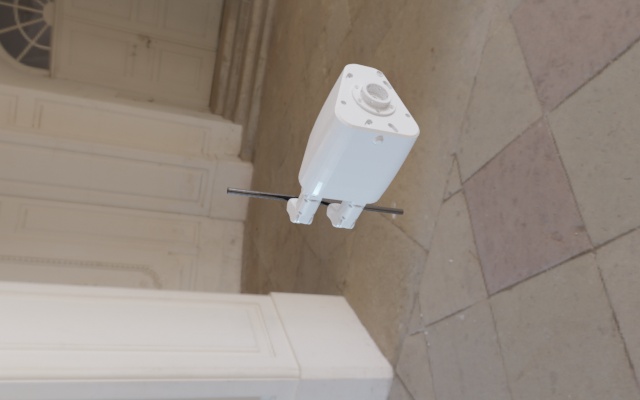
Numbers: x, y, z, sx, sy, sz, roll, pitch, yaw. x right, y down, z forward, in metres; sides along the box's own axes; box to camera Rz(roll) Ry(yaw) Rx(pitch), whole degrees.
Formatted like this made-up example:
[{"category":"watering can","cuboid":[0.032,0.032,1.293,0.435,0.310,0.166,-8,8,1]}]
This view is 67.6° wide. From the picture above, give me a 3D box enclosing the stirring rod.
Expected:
[{"category":"stirring rod","cuboid":[0.000,0.002,0.618,0.239,0.011,0.011,7,-2,-19]}]
